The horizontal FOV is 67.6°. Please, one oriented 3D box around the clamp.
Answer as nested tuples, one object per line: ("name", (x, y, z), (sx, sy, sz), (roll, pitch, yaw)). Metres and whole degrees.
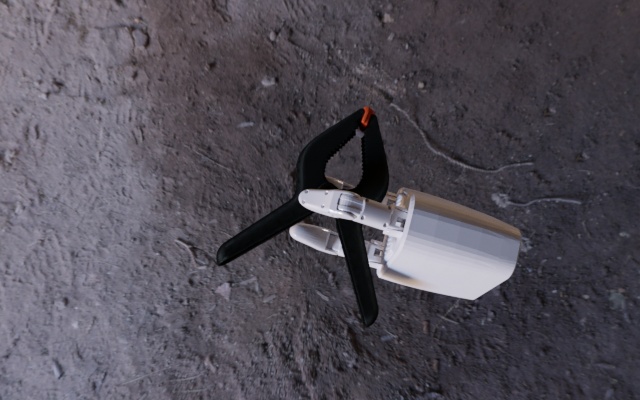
("clamp", (0.001, 0.001, 0.472), (0.164, 0.210, 0.036), (16, -10, -2))
